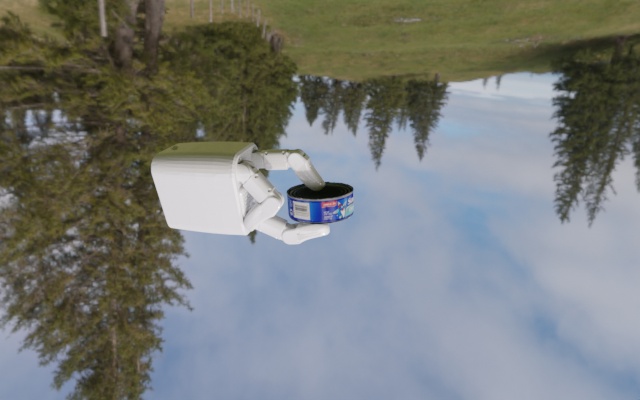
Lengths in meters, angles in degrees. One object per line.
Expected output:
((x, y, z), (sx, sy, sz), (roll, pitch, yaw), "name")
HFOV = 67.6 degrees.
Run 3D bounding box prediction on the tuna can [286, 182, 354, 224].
((0.000, 0.003, 0.612), (0.086, 0.034, 0.086), (-3, 16, 1), "tuna can")
